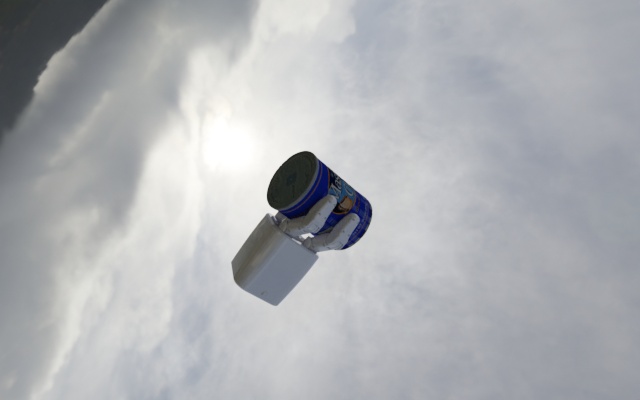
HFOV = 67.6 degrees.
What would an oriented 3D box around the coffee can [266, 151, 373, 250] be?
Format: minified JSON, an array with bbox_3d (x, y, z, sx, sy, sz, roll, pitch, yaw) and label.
[{"bbox_3d":[0.000,0.002,0.753,0.103,0.102,0.140,0,-30,48],"label":"coffee can"}]
